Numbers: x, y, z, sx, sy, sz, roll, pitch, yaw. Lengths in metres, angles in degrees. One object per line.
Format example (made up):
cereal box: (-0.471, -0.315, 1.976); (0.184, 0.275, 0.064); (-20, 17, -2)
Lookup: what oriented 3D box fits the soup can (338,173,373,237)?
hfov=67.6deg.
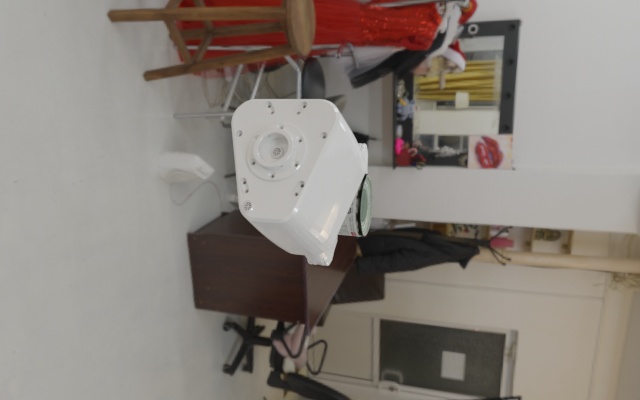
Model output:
soup can: (0.000, 0.002, 0.512); (0.102, 0.068, 0.068); (4, 1, 16)
